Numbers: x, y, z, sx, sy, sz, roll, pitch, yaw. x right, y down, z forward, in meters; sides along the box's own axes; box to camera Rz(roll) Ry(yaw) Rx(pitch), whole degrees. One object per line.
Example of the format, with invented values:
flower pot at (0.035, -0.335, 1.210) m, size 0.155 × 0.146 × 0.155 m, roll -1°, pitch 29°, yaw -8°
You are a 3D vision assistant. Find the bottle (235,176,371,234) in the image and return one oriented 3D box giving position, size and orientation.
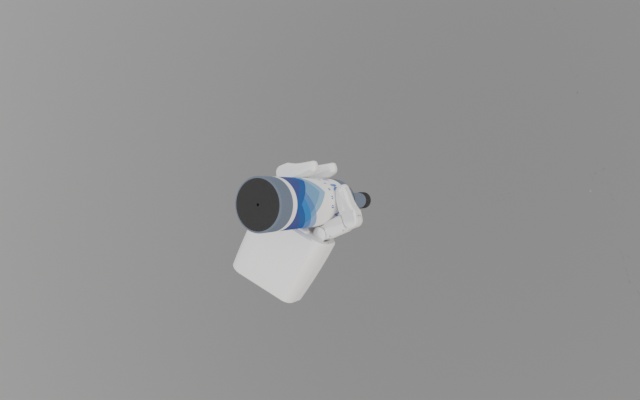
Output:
bottle at (0.000, 0.002, 0.674) m, size 0.069 × 0.069 × 0.296 m, roll 0°, pitch 1°, yaw 29°
